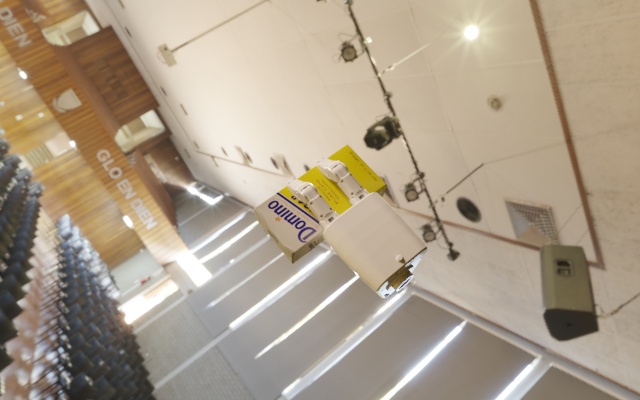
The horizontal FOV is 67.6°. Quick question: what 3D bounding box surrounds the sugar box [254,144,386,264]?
[{"bbox_3d":[0.000,0.002,0.701,0.176,0.093,0.048,-36,-20,-19],"label":"sugar box"}]
